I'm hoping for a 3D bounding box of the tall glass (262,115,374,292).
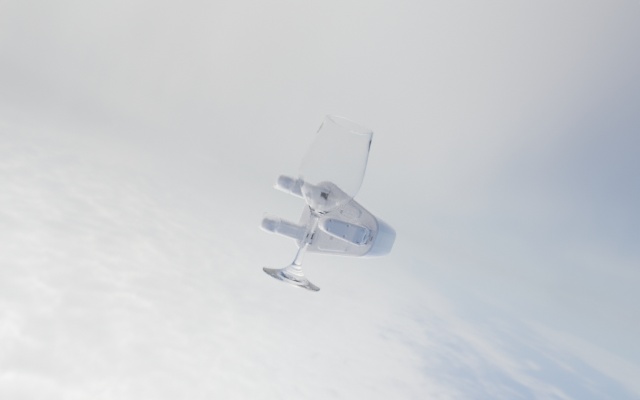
[{"bbox_3d":[0.000,0.003,0.574,0.079,0.201,0.079,21,0,0],"label":"tall glass"}]
